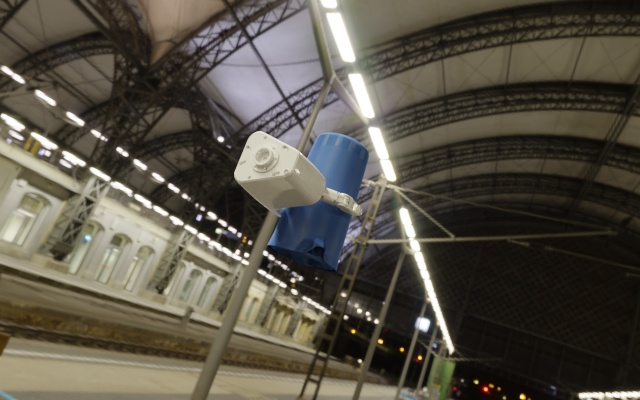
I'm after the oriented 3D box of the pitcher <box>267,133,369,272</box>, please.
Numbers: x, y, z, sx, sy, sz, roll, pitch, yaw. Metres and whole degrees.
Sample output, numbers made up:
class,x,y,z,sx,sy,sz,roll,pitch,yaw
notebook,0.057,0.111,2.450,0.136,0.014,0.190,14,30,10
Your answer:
class,x,y,z,sx,sy,sz,roll,pitch,yaw
pitcher,0.000,0.003,0.899,0.149,0.242,0.145,12,-17,29
